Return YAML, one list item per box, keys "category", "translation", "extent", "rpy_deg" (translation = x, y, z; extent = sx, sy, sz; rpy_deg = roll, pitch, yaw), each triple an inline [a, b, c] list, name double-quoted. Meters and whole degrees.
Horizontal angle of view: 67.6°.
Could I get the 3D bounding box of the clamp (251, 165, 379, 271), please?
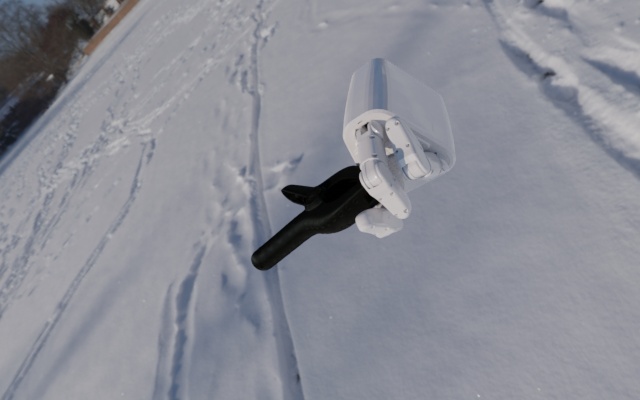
- category: "clamp"
  translation: [0.000, 0.001, 0.510]
  extent: [0.171, 0.120, 0.039]
  rpy_deg: [-27, -52, 30]
